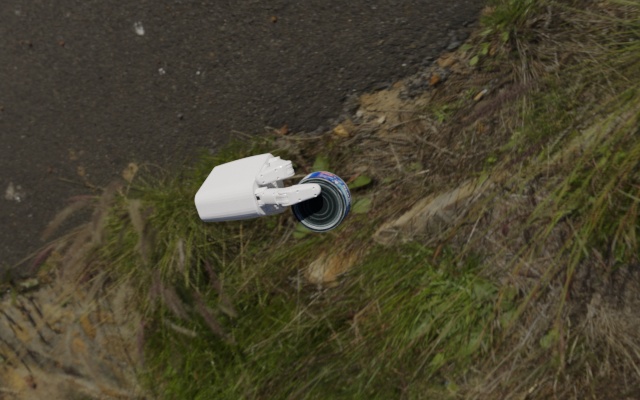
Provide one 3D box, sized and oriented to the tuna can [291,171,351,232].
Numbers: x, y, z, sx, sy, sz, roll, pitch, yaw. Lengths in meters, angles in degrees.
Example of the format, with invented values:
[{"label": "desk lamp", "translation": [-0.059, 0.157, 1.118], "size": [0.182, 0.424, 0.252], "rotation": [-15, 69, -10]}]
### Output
[{"label": "tuna can", "translation": [0.000, 0.002, 0.701], "size": [0.086, 0.086, 0.033], "rotation": [0, 17, 16]}]
